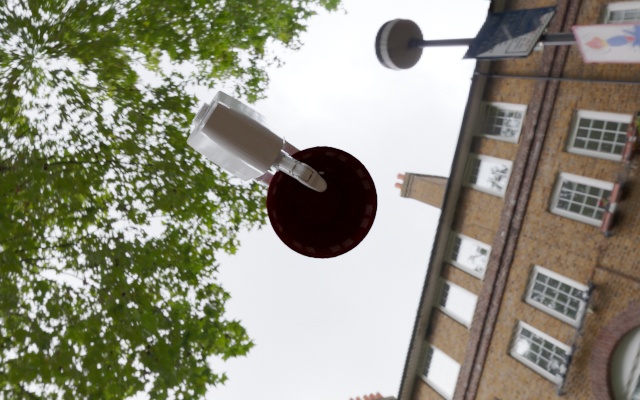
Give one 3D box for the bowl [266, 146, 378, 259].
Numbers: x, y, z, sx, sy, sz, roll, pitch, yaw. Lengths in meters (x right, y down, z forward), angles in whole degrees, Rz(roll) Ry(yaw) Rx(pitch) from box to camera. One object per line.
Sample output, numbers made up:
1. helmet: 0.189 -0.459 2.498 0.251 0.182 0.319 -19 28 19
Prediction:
1. bowl: 0.001 0.003 0.705 0.162 0.162 0.055 0 2 -8
